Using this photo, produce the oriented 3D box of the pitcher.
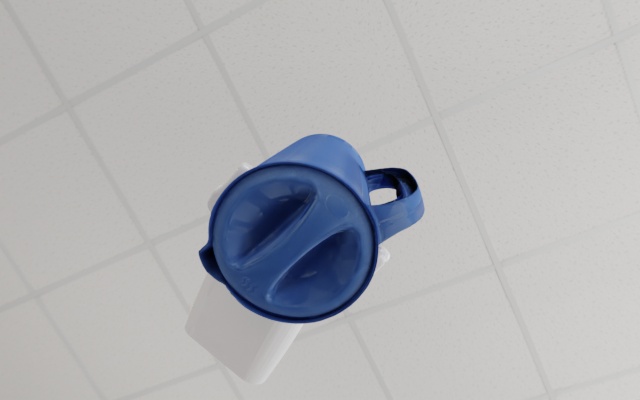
[{"bbox_3d":[0.000,0.002,0.471,0.149,0.145,0.242,27,18,-2],"label":"pitcher"}]
